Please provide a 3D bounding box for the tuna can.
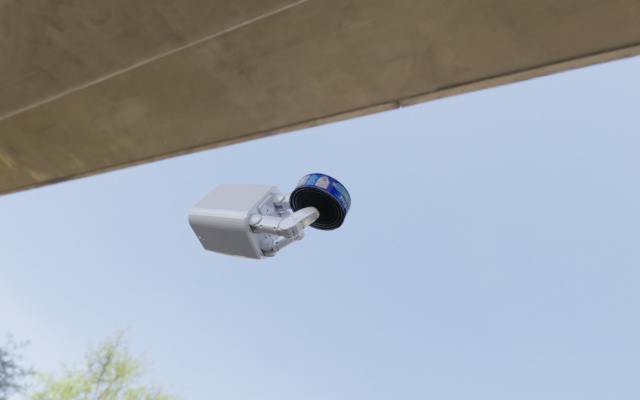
[{"bbox_3d":[0.000,0.002,0.690,0.086,0.086,0.033,0,42,30],"label":"tuna can"}]
